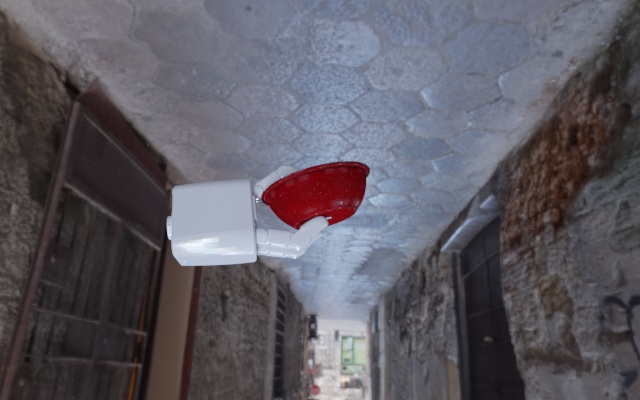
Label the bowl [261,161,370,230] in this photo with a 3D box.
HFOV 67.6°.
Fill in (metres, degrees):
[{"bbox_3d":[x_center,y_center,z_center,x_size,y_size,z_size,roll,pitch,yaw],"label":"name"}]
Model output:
[{"bbox_3d":[0.002,0.002,0.679,0.162,0.055,0.162,-15,-16,-4],"label":"bowl"}]
